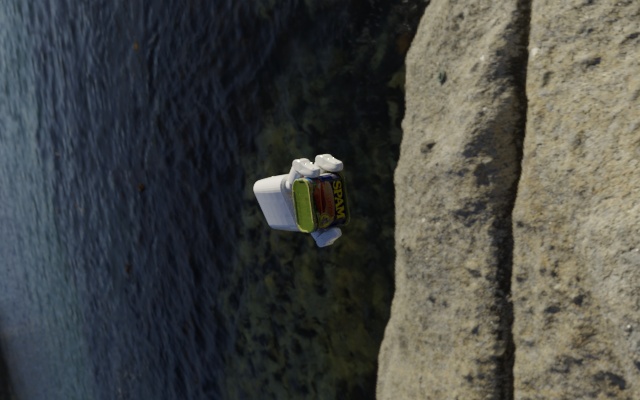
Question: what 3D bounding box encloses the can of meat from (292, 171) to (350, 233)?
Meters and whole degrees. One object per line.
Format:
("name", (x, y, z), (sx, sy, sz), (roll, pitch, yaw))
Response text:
("can of meat", (0.000, 0.003, 0.857), (0.084, 0.102, 0.057), (-13, 9, -38))
